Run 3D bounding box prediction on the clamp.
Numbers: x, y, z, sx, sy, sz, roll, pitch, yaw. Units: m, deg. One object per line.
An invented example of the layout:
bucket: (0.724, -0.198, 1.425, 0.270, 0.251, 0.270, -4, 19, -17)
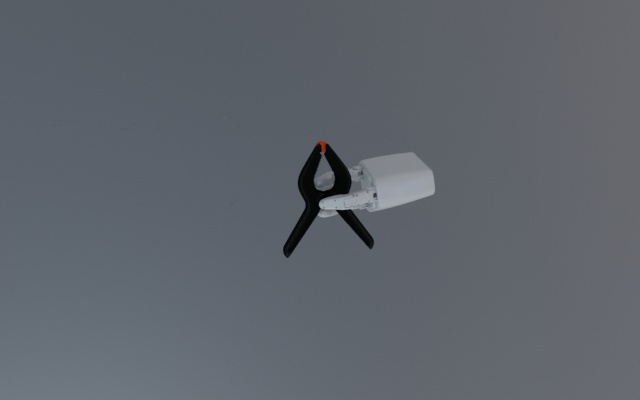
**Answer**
clamp: (0.000, 0.002, 0.841, 0.164, 0.210, 0.036, -12, 12, -7)
